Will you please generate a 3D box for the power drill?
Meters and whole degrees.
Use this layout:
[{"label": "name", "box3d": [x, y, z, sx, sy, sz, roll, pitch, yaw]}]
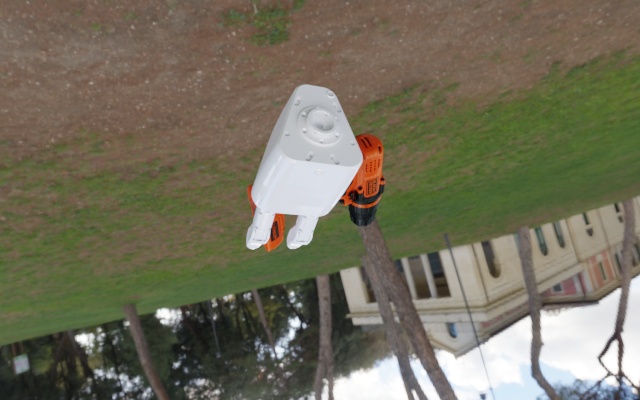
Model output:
[{"label": "power drill", "box3d": [0.000, 0.002, 0.665, 0.187, 0.057, 0.185, -22, -35, -13]}]
